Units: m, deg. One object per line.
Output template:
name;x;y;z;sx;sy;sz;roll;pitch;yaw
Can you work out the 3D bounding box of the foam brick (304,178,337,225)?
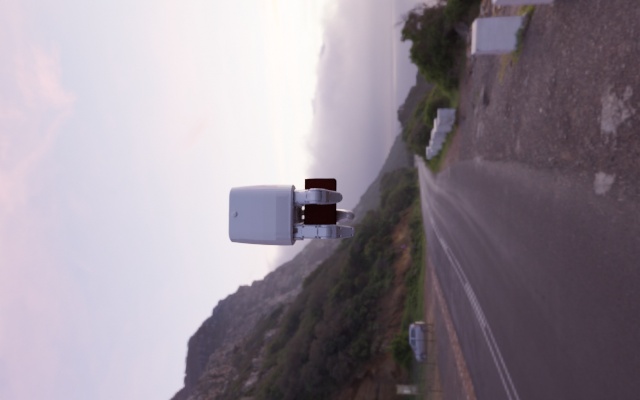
foam brick;0.000;0.002;0.790;0.051;0.078;0.053;0;-4;5
